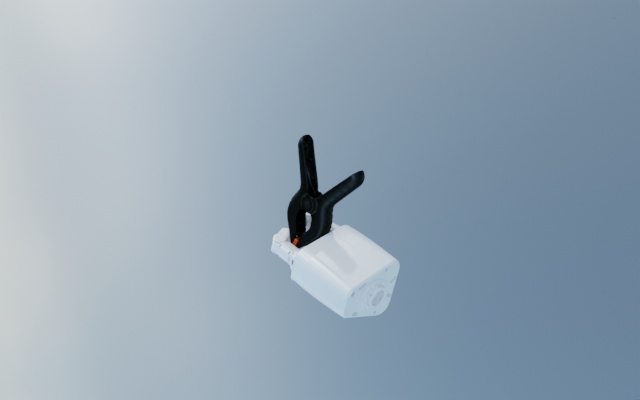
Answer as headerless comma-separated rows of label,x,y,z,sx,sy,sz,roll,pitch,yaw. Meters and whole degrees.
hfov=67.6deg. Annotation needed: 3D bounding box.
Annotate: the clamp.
clamp,0.000,0.002,0.692,0.039,0.171,0.120,-11,32,-42
